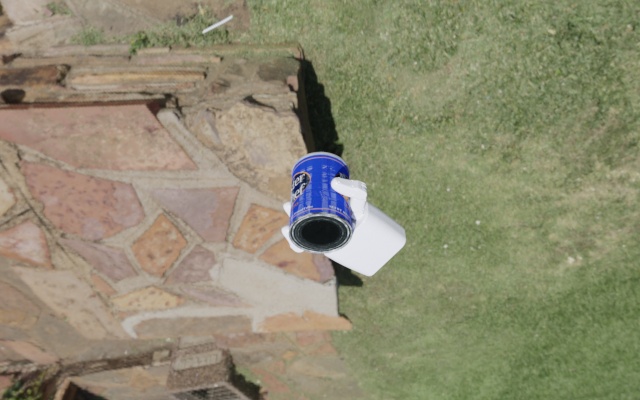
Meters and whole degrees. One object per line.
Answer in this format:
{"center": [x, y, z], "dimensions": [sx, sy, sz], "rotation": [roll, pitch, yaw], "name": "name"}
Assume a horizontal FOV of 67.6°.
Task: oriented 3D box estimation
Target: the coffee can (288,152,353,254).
{"center": [0.000, 0.002, 0.802], "dimensions": [0.103, 0.140, 0.103], "rotation": [0, -42, 0], "name": "coffee can"}
